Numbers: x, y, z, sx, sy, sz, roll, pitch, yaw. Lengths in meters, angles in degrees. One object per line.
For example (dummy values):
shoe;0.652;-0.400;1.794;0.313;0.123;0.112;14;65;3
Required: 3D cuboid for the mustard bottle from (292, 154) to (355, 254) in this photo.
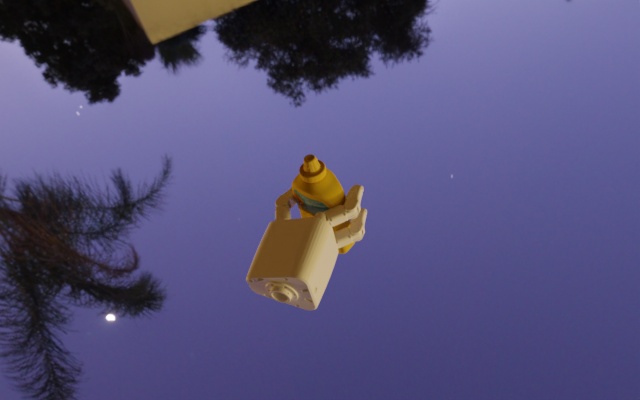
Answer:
mustard bottle;0.000;0.002;0.772;0.096;0.192;0.058;27;59;33
